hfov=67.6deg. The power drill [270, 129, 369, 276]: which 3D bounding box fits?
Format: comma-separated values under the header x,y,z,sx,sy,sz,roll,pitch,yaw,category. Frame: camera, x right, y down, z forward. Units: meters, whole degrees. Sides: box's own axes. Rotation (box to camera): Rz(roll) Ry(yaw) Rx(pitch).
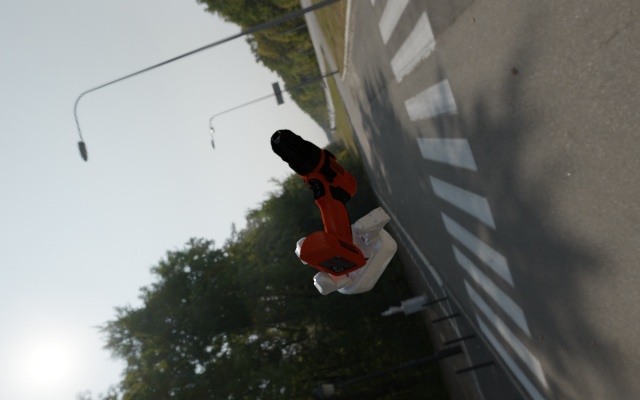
x,y,z,sx,sy,sz,roll,pitch,yaw,category
0.000,0.003,0.684,0.057,0.187,0.184,-27,-38,29,power drill
